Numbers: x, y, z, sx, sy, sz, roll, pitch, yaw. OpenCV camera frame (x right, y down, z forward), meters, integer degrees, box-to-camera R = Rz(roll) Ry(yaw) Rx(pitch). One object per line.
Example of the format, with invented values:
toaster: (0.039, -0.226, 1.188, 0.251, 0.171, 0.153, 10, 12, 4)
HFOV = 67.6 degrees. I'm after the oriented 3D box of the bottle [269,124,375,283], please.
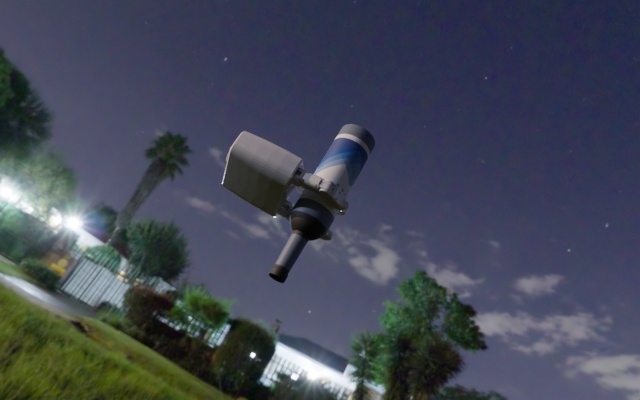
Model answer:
bottle: (0.000, 0.002, 0.779, 0.069, 0.295, 0.069, 24, -27, 13)
